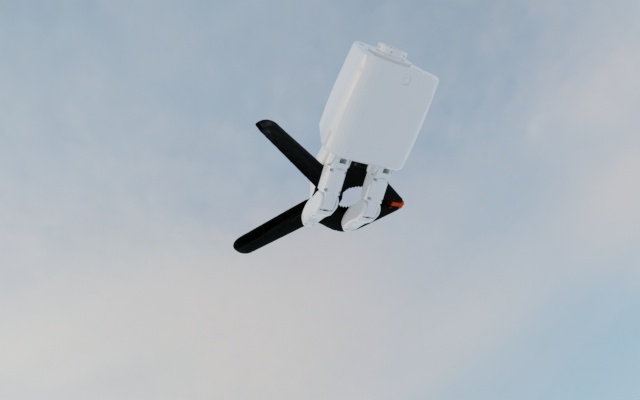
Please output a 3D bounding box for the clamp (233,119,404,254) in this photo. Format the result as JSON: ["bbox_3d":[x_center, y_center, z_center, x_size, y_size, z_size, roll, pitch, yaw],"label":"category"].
[{"bbox_3d":[0.000,0.001,0.573,0.210,0.165,0.036,10,25,-26],"label":"clamp"}]
